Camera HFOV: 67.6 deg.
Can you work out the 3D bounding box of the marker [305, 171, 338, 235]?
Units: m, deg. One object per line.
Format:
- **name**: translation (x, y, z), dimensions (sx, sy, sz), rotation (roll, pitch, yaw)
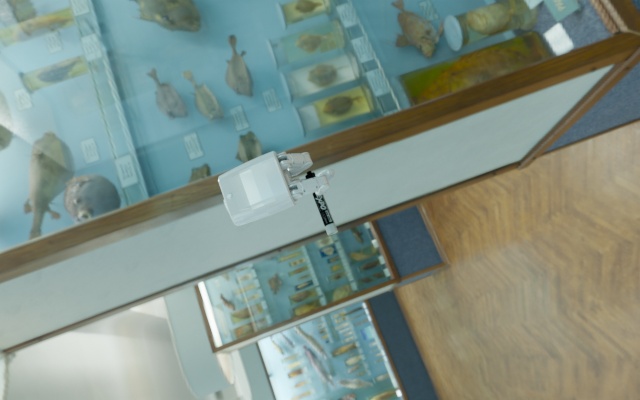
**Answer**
- **marker**: translation (0.000, 0.003, 0.840), dimensions (0.020, 0.121, 0.020), rotation (-20, -16, -6)
